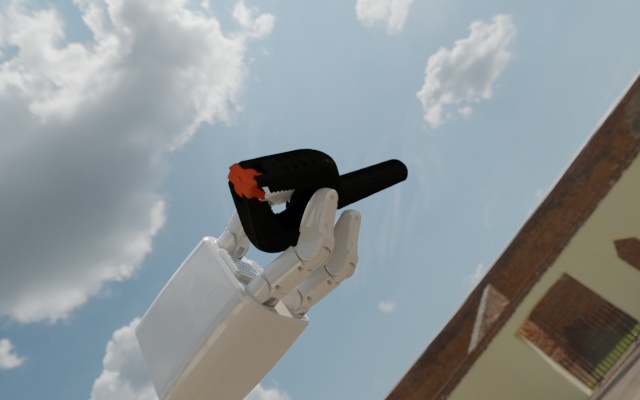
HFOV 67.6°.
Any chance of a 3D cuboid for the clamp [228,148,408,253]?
[{"bbox_3d":[-0.001,0.001,0.416,0.036,0.164,0.210,39,0,30],"label":"clamp"}]
